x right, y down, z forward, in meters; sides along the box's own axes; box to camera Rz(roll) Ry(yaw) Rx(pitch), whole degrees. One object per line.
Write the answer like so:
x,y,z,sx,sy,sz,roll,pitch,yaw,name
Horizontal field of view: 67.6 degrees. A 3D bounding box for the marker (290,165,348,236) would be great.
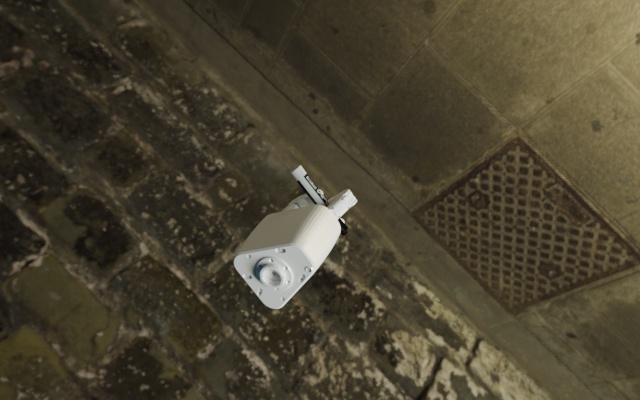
0.000,0.002,0.688,0.020,0.121,0.020,-36,10,7,marker
